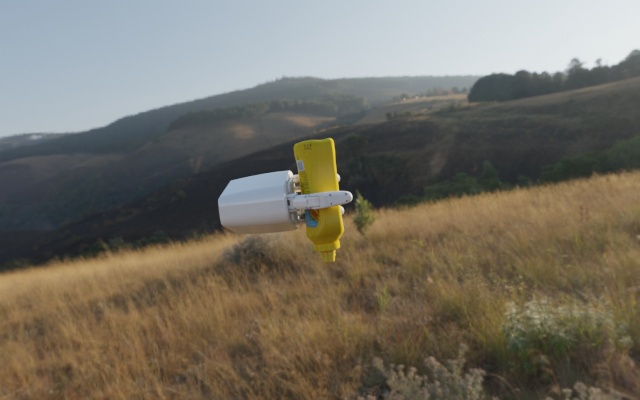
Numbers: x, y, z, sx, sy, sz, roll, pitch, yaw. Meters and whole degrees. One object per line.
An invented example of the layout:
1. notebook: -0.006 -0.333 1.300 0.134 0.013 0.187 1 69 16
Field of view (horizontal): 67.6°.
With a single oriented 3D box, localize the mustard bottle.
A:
1. mustard bottle: 0.000 0.002 0.747 0.058 0.191 0.096 -9 4 -19
